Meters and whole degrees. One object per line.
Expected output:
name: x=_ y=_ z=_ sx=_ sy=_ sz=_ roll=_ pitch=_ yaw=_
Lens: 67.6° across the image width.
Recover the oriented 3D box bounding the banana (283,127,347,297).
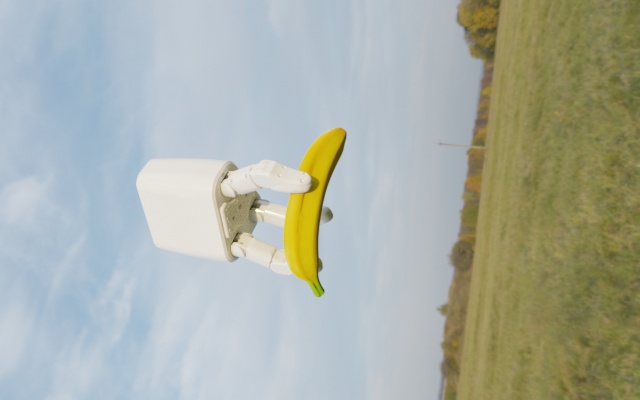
banana: x=-0.007 y=-0.001 z=0.514 sx=0.037 sy=0.197 sz=0.070 roll=3 pitch=-18 yaw=23
